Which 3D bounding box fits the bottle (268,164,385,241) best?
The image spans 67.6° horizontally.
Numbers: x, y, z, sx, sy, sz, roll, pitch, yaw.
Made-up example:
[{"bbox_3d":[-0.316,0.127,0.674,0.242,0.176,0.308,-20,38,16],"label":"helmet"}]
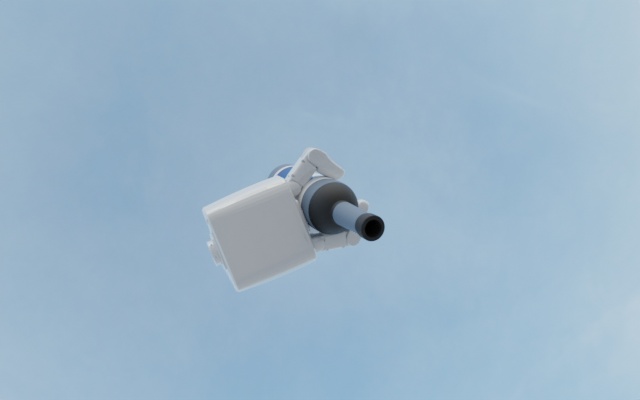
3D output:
[{"bbox_3d":[0.000,0.002,0.616,0.069,0.069,0.295,0,10,-22],"label":"bottle"}]
